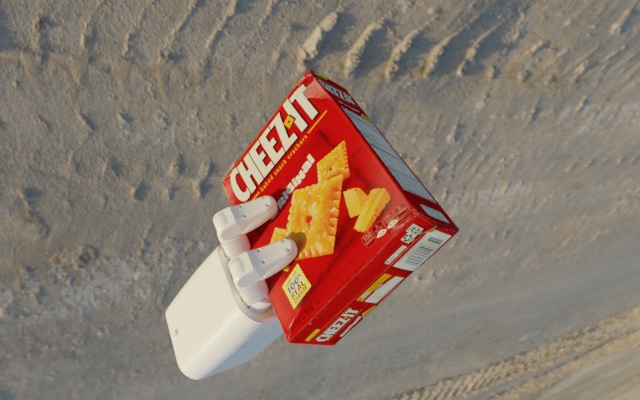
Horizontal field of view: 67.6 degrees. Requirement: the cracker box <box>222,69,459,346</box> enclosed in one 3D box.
[{"bbox_3d":[0.000,0.002,0.459,0.072,0.164,0.213,20,30,-45],"label":"cracker box"}]
